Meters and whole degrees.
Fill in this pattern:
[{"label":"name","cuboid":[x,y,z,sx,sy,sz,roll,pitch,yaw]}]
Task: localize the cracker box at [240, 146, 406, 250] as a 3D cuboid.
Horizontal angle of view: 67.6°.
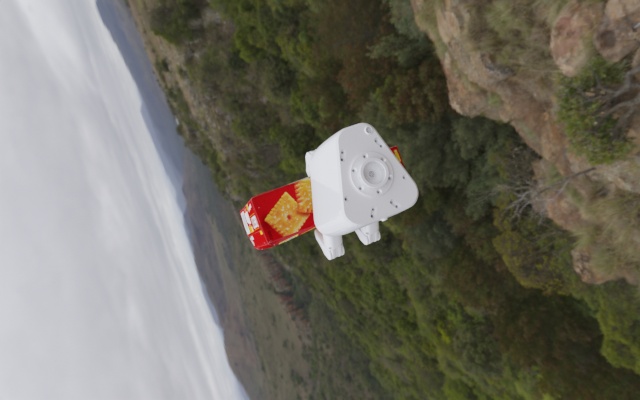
[{"label":"cracker box","cuboid":[0.000,0.002,0.691,0.213,0.072,0.164,-20,-2,-16]}]
